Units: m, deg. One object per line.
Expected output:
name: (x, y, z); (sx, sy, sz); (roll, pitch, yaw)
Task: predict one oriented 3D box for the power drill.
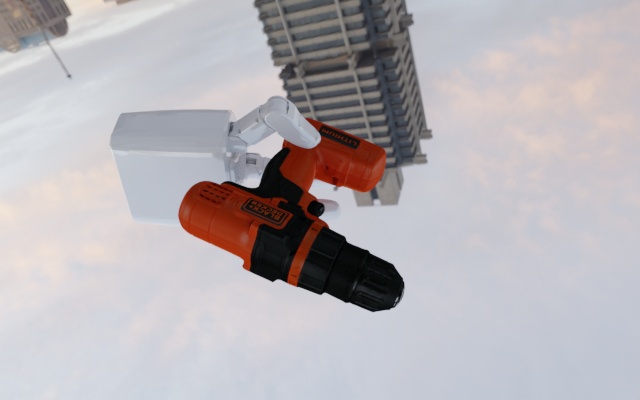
power drill: (0.000, 0.001, 0.421); (0.184, 0.057, 0.187); (24, 35, 8)
